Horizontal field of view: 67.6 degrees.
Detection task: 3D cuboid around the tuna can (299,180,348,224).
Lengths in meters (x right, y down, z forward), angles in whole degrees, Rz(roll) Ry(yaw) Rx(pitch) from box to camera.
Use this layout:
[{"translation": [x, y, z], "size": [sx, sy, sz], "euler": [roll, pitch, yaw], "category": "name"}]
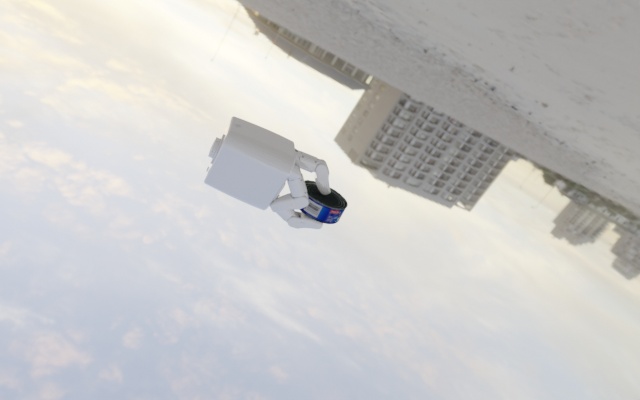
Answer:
[{"translation": [0.000, 0.003, 0.798], "size": [0.086, 0.034, 0.086], "euler": [24, 22, -10], "category": "tuna can"}]
